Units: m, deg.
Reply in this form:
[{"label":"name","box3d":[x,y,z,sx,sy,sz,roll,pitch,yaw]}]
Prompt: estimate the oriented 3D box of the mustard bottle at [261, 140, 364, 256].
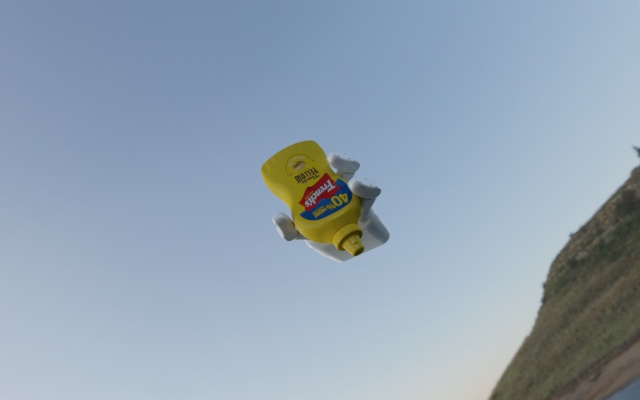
[{"label":"mustard bottle","box3d":[0.000,0.002,0.664,0.096,0.191,0.058,-28,-32,-15]}]
